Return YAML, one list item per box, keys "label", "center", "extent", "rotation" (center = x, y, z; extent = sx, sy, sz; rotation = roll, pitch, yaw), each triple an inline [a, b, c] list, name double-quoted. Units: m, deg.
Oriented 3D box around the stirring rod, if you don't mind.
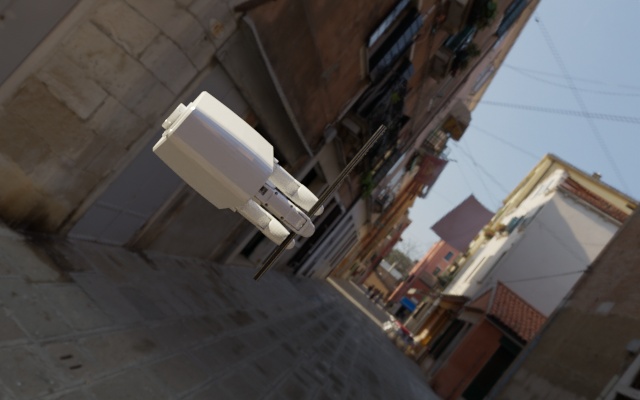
- label: "stirring rod"
  center: [0.000, 0.002, 0.573]
  extent: [0.011, 0.239, 0.011]
  rotation: [40, -4, 3]
